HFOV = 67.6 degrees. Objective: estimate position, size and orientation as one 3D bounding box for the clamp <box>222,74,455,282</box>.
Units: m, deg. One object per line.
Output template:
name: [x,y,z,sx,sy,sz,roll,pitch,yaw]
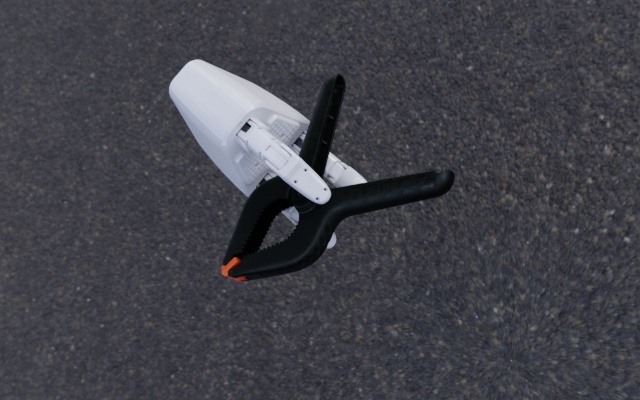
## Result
clamp: [-0.001,0.001,0.420,0.164,0.210,0.036,41,1,33]
